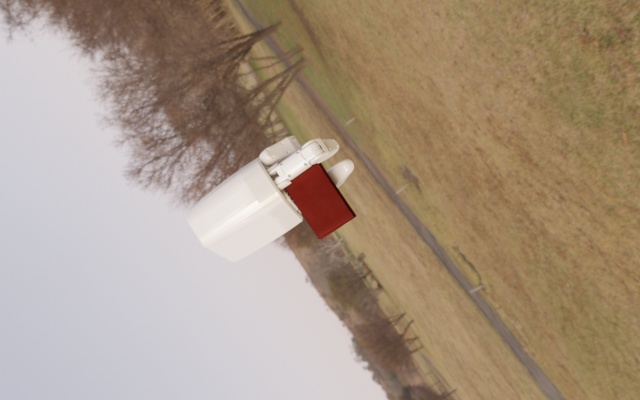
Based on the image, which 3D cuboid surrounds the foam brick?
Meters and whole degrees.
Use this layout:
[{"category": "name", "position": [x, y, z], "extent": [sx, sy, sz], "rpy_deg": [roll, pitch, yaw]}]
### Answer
[{"category": "foam brick", "position": [0.000, 0.002, 0.568], "extent": [0.051, 0.078, 0.053], "rpy_deg": [-34, -7, 0]}]
